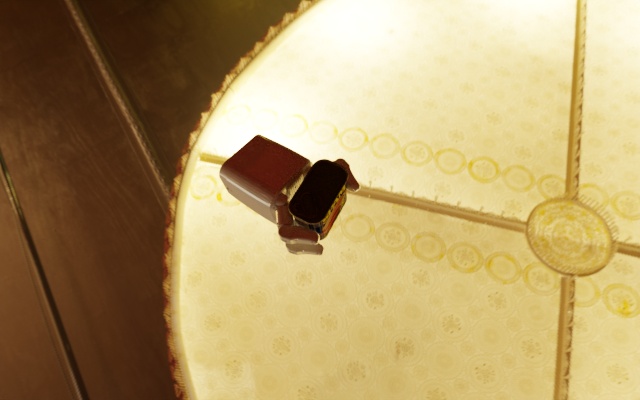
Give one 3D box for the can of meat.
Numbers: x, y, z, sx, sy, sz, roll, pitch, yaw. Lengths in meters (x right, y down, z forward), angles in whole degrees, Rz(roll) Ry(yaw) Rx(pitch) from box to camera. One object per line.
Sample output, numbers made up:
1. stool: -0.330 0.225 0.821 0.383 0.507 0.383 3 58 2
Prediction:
1. can of meat: 0.000 0.002 0.720 0.057 0.102 0.084 26 -20 15
